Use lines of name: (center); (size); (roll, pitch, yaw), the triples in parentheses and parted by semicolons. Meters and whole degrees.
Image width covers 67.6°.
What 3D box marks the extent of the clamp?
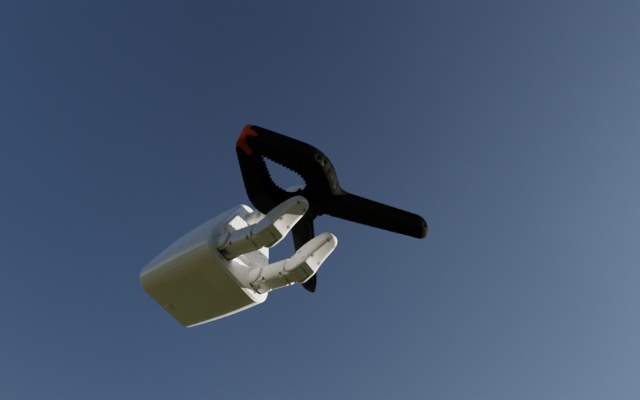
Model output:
clamp: (0.000, 0.001, 0.490); (0.164, 0.210, 0.036); (-25, 30, 22)
